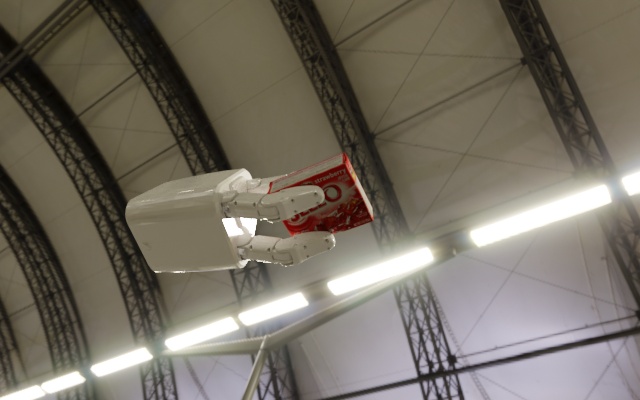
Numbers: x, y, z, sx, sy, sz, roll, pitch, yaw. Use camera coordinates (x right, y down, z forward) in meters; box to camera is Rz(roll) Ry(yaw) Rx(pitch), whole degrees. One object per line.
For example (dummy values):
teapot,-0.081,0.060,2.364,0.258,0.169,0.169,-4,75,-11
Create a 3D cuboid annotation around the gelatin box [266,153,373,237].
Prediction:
gelatin box,0.000,0.001,0.491,0.089,0.073,0.030,-21,28,14
